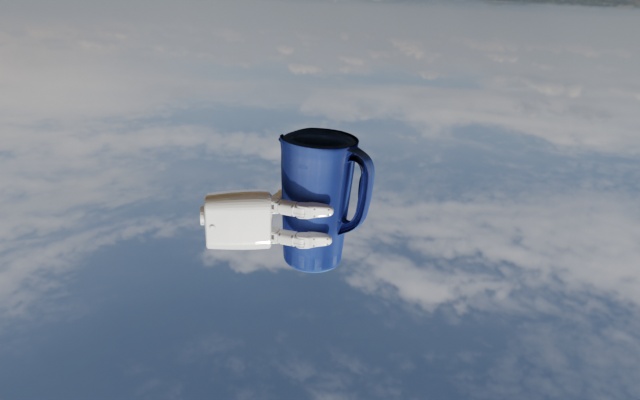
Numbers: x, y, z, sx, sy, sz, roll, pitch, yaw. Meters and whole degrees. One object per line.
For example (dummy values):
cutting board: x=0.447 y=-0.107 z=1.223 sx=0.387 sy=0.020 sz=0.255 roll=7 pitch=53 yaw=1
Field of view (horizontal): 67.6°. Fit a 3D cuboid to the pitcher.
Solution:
pitcher: x=0.000 y=0.003 z=0.835 sx=0.145 sy=0.243 sz=0.149 roll=-2 pitch=23 yaw=-12
